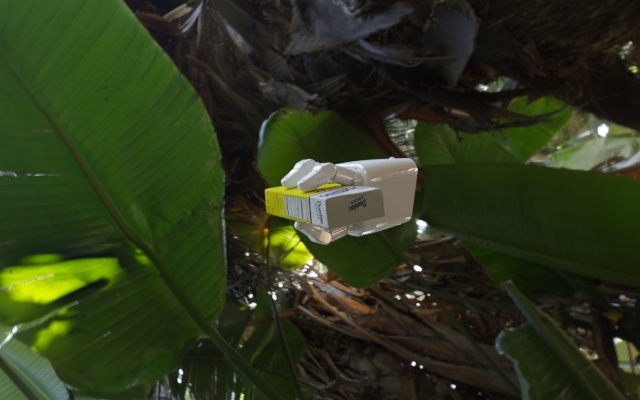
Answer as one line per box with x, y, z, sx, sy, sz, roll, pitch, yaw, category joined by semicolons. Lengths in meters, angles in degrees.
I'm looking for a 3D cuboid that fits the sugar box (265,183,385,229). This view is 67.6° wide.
0.000;0.002;0.681;0.093;0.048;0.176;-11;8;-32;sugar box
